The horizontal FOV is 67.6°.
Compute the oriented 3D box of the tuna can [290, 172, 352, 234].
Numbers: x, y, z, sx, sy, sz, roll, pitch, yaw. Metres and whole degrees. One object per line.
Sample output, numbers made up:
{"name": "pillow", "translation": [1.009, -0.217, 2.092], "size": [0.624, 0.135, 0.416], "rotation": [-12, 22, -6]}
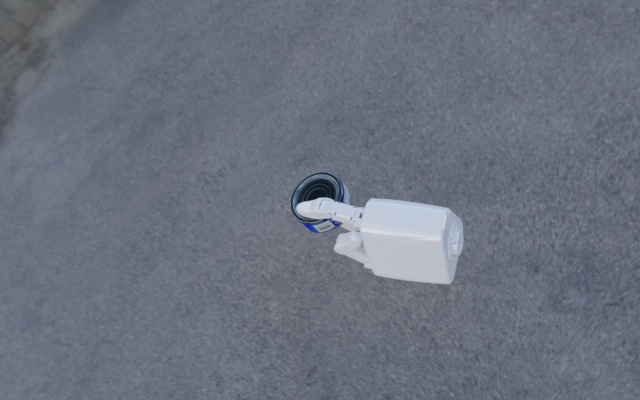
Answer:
{"name": "tuna can", "translation": [0.000, 0.002, 0.685], "size": [0.086, 0.086, 0.034], "rotation": [0, -27, 29]}
